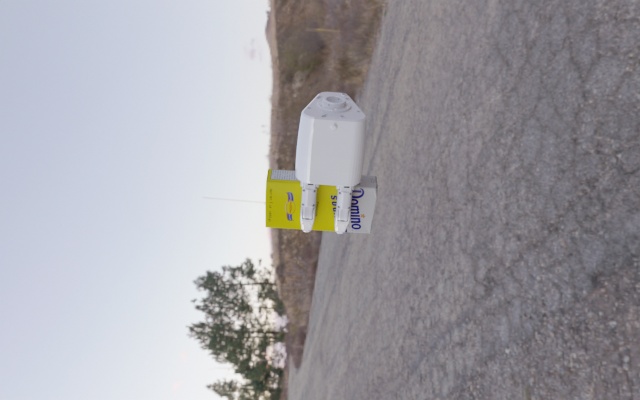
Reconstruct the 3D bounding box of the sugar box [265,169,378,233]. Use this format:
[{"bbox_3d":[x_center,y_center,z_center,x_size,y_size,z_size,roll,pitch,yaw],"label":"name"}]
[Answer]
[{"bbox_3d":[0.000,0.003,0.776,0.176,0.093,0.048,4,34,-1],"label":"sugar box"}]
